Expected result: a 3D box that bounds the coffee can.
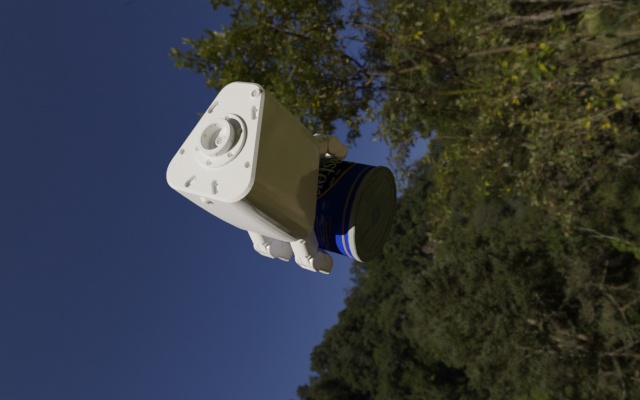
[{"bbox_3d":[0.000,0.002,0.533,0.140,0.103,0.103,13,6,29],"label":"coffee can"}]
